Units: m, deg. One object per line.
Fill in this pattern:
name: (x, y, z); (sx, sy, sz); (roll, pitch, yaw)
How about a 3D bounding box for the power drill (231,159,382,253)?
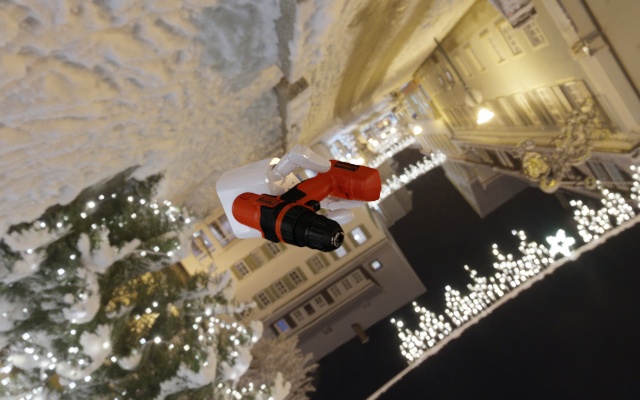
power drill: (0.000, 0.002, 0.651); (0.184, 0.057, 0.187); (17, 31, 39)
